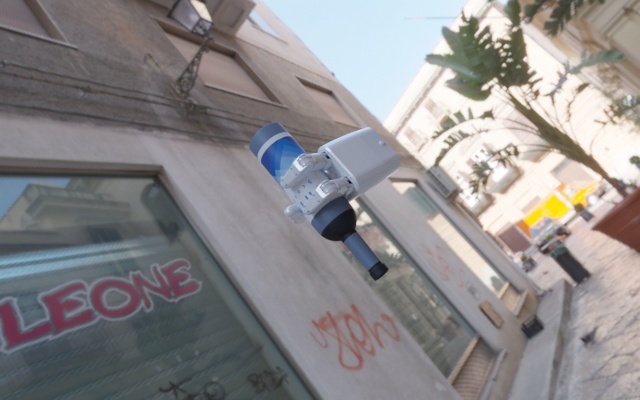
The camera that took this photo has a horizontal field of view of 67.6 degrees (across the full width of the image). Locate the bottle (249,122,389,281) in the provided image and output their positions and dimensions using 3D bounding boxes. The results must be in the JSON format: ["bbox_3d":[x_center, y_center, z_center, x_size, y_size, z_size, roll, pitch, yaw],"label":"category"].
[{"bbox_3d":[0.000,0.002,0.744,0.069,0.295,0.069,-36,-18,-14],"label":"bottle"}]
